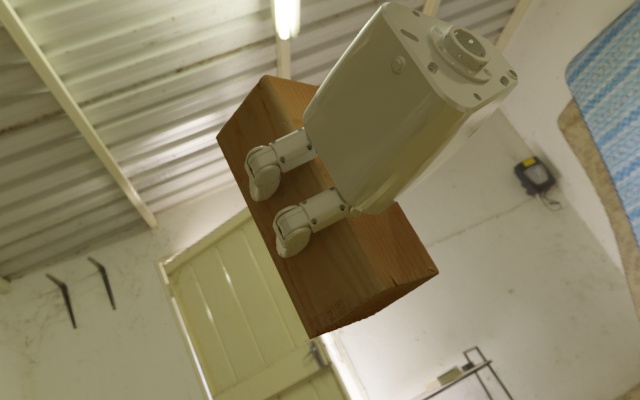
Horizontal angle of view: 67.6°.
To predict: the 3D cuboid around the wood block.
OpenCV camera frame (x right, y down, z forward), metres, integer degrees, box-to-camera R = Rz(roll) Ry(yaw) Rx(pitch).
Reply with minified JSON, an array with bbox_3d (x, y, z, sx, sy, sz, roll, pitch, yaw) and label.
[{"bbox_3d":[0.000,0.001,0.424,0.091,0.206,0.090,-3,-32,-48],"label":"wood block"}]
